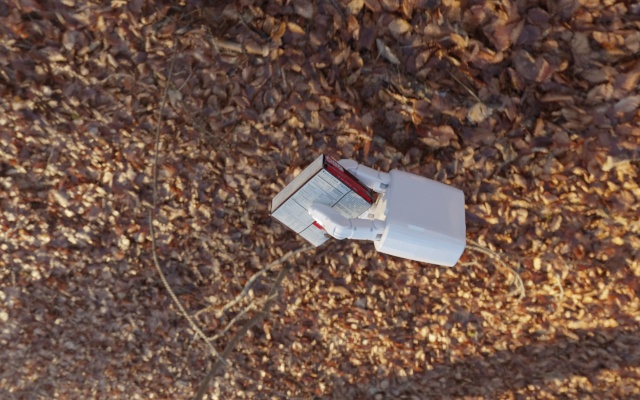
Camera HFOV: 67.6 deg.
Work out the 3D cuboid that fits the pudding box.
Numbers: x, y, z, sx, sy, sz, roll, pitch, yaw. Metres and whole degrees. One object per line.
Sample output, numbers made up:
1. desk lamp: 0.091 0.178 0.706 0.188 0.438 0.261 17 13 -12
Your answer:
1. pudding box: 0.000 0.002 0.636 0.090 0.039 0.113 37 -60 -22
